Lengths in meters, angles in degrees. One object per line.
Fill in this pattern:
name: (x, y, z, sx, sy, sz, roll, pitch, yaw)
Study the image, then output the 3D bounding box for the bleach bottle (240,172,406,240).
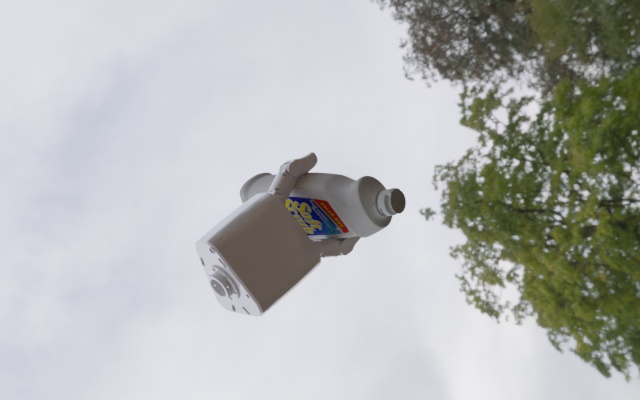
bleach bottle: (0.000, 0.002, 0.628, 0.251, 0.102, 0.068, -6, 26, 48)
